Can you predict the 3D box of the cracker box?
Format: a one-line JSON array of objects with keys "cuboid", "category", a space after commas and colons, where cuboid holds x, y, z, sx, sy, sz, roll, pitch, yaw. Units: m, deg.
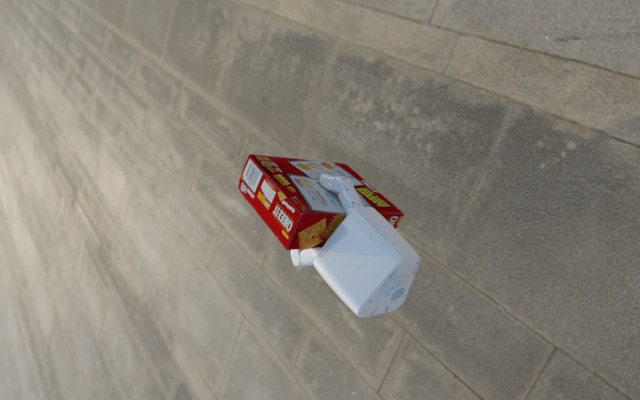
[{"cuboid": [0.000, 0.002, 0.758, 0.214, 0.072, 0.164, 2, 32, -42], "category": "cracker box"}]
